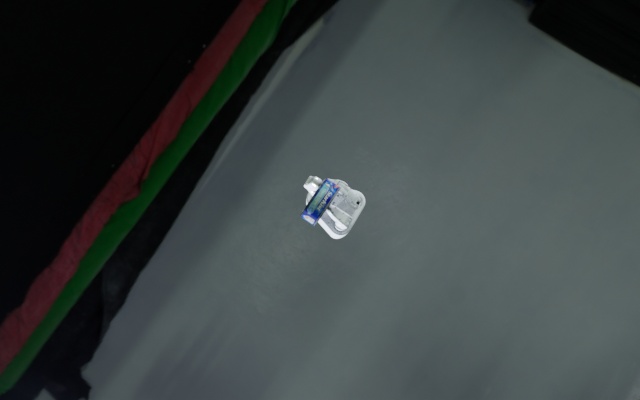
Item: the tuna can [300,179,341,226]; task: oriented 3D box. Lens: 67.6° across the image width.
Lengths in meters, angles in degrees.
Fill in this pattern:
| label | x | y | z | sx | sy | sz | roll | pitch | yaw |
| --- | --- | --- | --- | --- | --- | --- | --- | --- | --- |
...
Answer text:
| label | x | y | z | sx | sy | sz | roll | pitch | yaw |
| --- | --- | --- | --- | --- | --- | --- | --- | --- | --- |
| tuna can | 0.000 | 0.002 | 0.867 | 0.034 | 0.086 | 0.086 | 35 | 1 | 1 |
